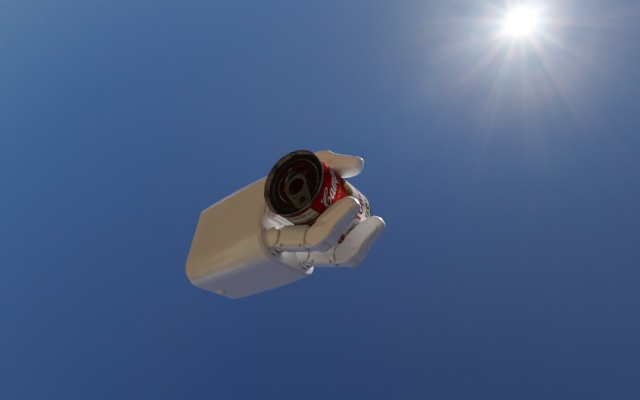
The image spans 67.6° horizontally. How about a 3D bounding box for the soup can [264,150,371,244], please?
[{"bbox_3d":[0.001,0.001,0.488,0.068,0.068,0.102,0,-22,35],"label":"soup can"}]
